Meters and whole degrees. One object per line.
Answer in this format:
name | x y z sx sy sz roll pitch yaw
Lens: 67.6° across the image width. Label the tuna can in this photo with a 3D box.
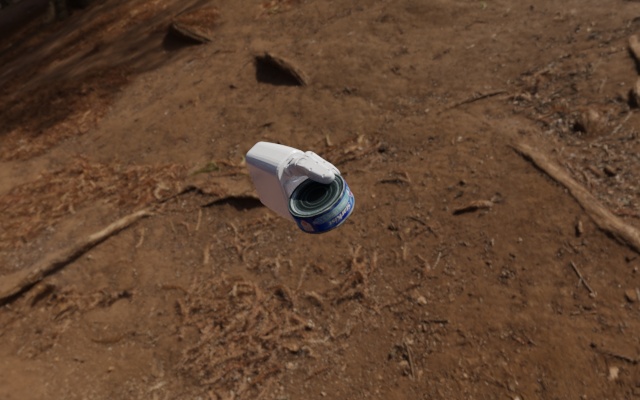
tuna can | 0.000 0.002 0.640 0.086 0.086 0.034 0 -43 34
